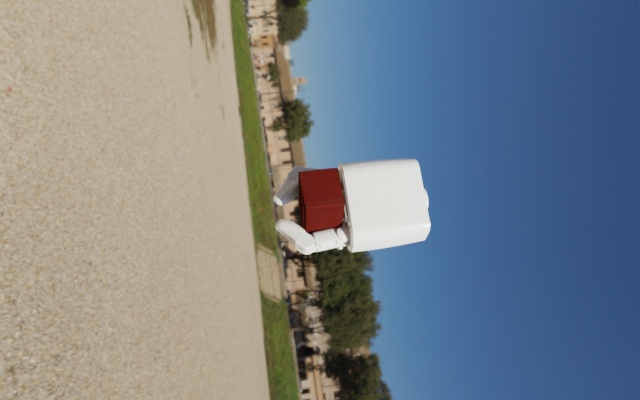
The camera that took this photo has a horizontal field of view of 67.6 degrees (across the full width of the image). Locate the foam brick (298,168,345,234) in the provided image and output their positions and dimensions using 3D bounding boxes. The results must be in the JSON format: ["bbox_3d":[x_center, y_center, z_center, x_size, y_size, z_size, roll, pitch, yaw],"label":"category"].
[{"bbox_3d":[0.000,0.002,0.609,0.051,0.053,0.078,-6,-29,-5],"label":"foam brick"}]
